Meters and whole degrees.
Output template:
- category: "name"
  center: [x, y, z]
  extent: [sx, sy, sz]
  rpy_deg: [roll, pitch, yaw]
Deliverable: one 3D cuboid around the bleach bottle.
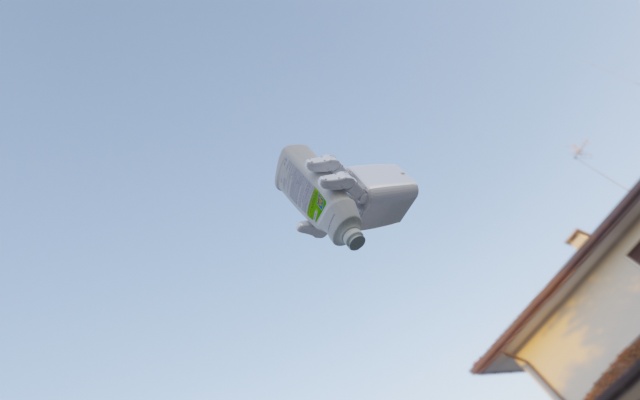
- category: "bleach bottle"
  center: [0.000, 0.003, 0.815]
  extent: [0.068, 0.103, 0.250]
  rpy_deg: [-6, 37, -27]
